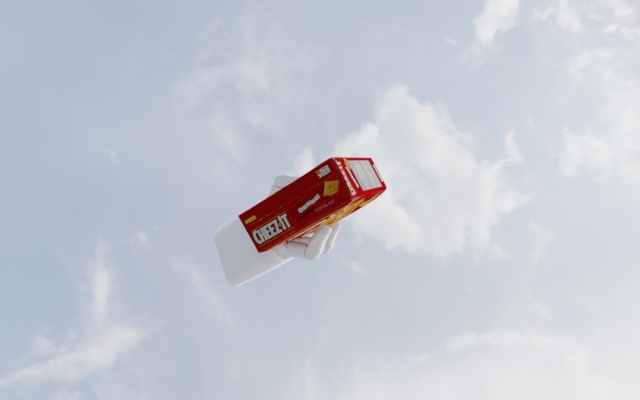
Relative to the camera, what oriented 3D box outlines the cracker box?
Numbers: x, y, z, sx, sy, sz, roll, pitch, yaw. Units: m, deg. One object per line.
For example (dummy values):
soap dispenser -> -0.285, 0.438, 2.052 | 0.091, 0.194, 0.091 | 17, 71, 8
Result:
cracker box -> 0.000, 0.002, 0.738 | 0.164, 0.072, 0.213 | -31, -6, 20
